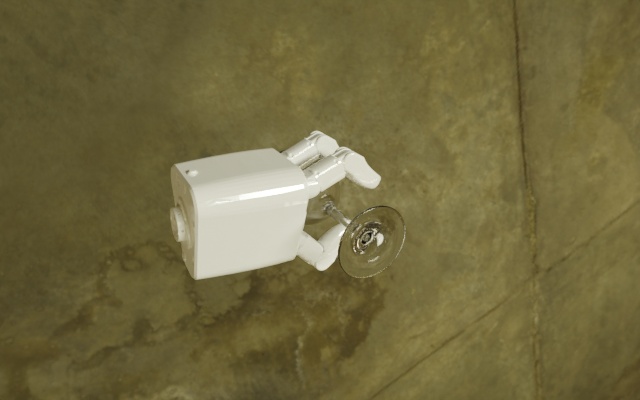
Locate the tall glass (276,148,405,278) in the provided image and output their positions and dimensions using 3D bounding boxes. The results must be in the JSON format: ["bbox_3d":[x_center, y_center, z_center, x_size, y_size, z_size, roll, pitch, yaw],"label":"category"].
[{"bbox_3d":[0.001,0.002,0.516,0.079,0.079,0.201,0,22,-31],"label":"tall glass"}]
